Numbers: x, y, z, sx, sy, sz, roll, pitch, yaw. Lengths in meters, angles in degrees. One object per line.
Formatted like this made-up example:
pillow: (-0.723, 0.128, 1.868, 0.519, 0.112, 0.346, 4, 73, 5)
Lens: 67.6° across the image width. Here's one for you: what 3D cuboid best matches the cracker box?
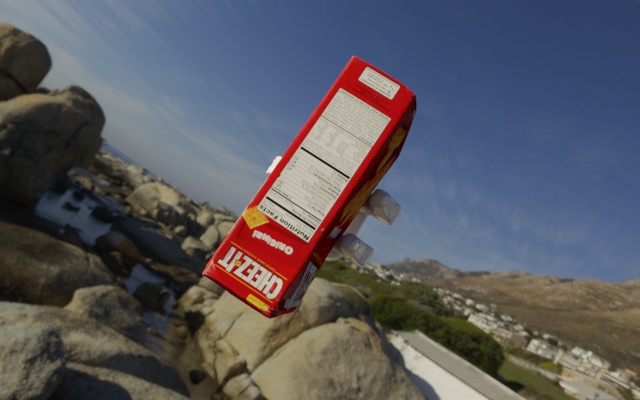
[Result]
cracker box: (0.000, 0.001, 0.445, 0.072, 0.213, 0.164, 32, -8, 9)
